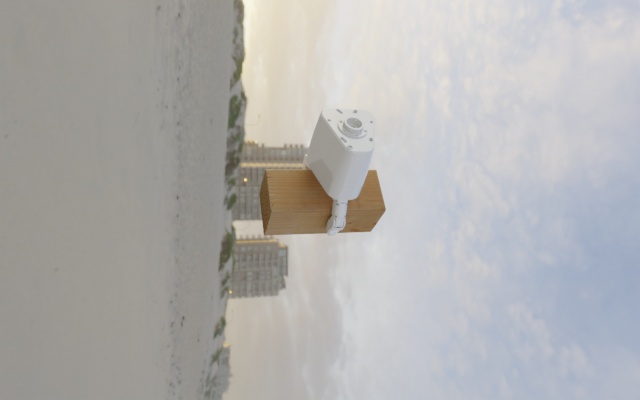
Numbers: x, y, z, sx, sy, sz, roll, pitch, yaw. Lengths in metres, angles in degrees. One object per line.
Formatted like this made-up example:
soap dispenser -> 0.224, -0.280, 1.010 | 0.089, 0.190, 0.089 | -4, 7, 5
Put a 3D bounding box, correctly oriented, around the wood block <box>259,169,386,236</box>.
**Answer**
wood block -> 0.000, 0.003, 0.866 | 0.206, 0.090, 0.090 | -1, -30, -16
